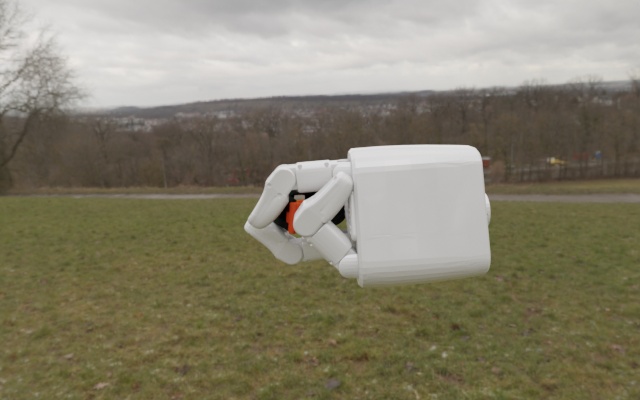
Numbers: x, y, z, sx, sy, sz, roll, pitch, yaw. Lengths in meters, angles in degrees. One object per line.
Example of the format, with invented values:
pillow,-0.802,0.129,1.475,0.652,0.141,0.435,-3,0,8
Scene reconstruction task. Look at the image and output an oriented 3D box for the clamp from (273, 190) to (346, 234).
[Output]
clamp,0.000,0.001,0.487,0.120,0.039,0.171,-4,12,0
